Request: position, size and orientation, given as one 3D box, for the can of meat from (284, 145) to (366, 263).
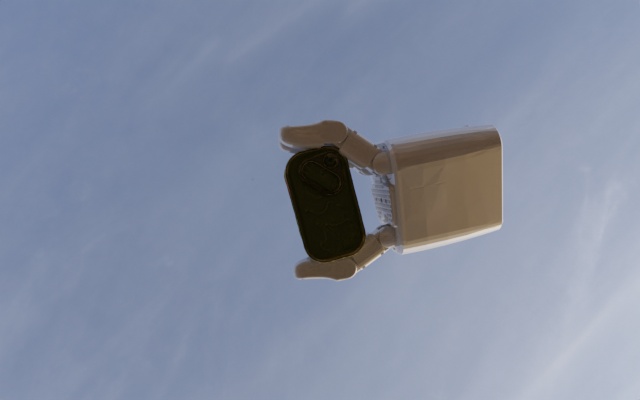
[{"bbox_3d":[0.000,0.002,0.463,0.057,0.102,0.084,-15,5,-6],"label":"can of meat"}]
